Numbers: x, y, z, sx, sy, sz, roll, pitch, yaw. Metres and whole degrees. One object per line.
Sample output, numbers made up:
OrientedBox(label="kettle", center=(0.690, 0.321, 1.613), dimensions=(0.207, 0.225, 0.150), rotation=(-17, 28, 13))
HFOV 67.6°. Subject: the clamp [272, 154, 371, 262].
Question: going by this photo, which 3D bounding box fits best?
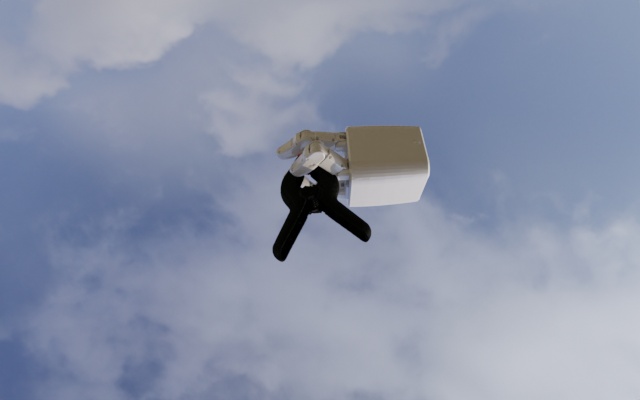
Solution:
OrientedBox(label="clamp", center=(0.000, 0.002, 0.620), dimensions=(0.120, 0.171, 0.039), rotation=(-3, -41, 1))
